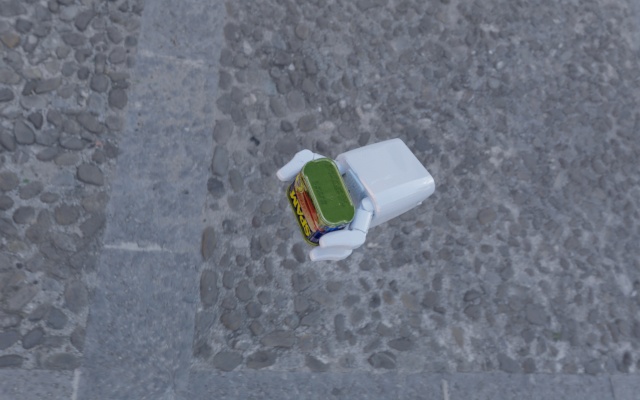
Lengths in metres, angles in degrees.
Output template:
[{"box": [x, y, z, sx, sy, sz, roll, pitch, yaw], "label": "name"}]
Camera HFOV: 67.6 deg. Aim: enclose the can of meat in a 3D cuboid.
[{"box": [0.000, 0.002, 0.656, 0.057, 0.102, 0.084, -17, -15, -23], "label": "can of meat"}]
